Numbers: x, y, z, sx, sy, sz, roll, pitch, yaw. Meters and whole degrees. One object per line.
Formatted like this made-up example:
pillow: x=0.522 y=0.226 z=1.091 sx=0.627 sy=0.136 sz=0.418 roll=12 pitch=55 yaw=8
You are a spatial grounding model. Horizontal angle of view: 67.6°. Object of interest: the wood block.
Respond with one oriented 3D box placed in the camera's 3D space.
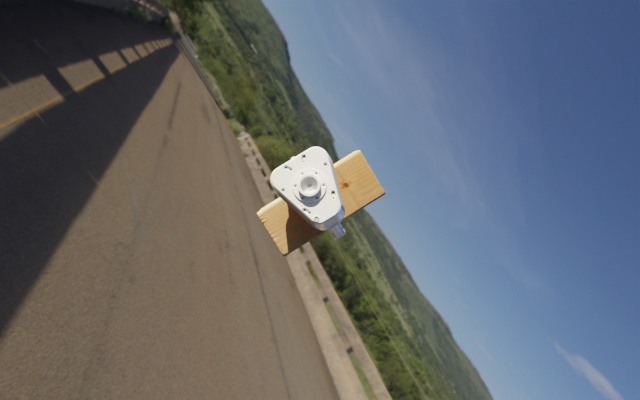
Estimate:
wood block: x=0.000 y=0.003 z=0.854 sx=0.206 sy=0.091 sz=0.090 roll=-31 pitch=5 yaw=0
